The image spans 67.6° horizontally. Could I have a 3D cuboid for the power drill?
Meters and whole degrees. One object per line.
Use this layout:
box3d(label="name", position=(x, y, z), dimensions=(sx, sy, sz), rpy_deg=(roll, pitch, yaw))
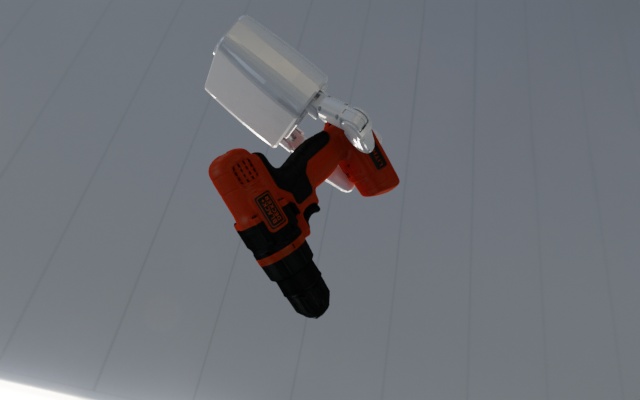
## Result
box3d(label="power drill", position=(0.000, 0.001, 0.499), dimensions=(0.187, 0.184, 0.057), rpy_deg=(-37, 12, -35))
